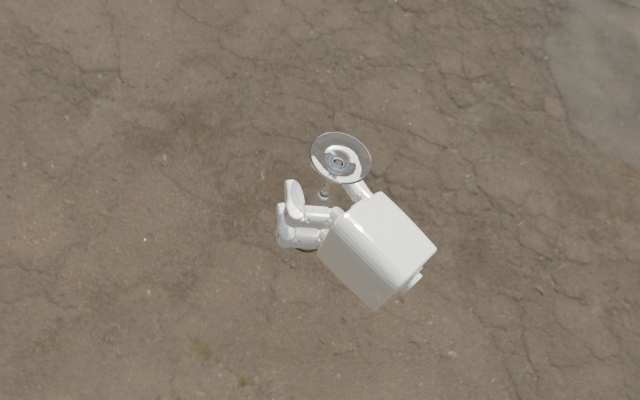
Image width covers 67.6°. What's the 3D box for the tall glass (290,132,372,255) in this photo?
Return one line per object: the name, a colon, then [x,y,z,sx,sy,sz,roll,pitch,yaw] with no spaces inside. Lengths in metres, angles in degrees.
tall glass: [0.000,0.002,0.630,0.079,0.079,0.201,0,-31,-16]
